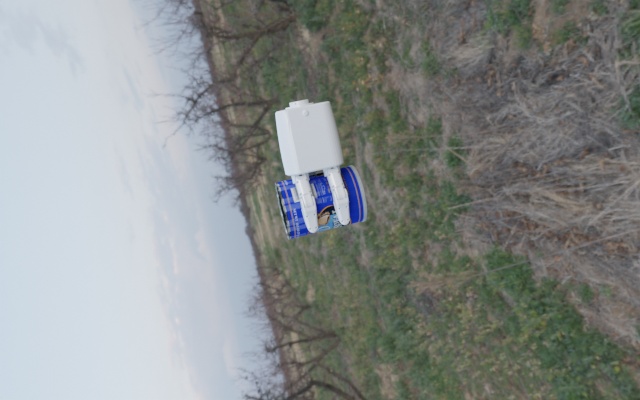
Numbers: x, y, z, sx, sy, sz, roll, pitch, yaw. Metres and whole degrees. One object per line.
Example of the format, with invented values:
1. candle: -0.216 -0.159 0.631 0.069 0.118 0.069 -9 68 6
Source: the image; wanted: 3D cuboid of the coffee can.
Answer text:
1. coffee can: 0.000 0.003 0.840 0.140 0.103 0.103 -13 2 -9
